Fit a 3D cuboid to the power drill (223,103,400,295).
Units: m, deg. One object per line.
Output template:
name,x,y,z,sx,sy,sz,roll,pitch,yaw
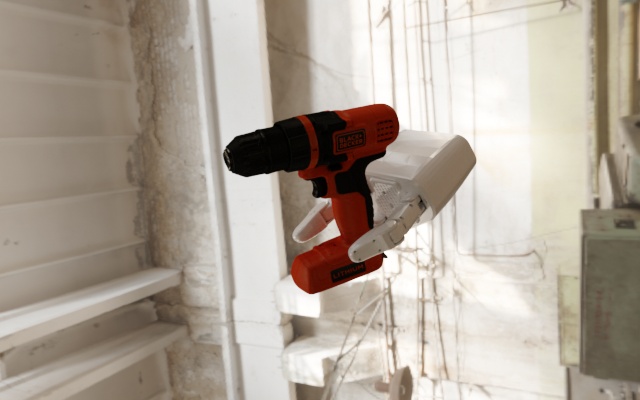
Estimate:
power drill,0.000,0.002,0.493,0.184,0.188,0.057,-16,30,-22
